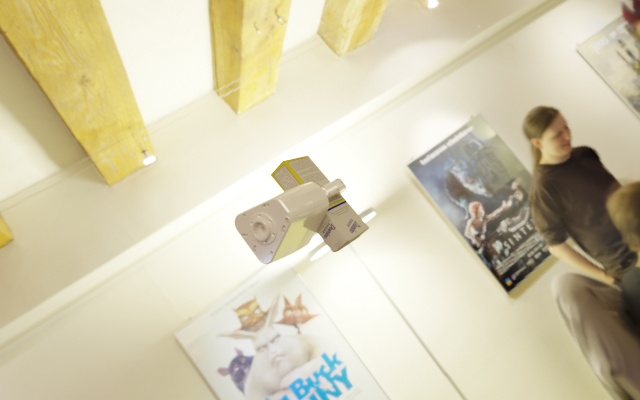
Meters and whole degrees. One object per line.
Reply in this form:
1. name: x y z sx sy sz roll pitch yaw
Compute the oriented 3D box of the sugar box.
1. sugar box: 0.000 0.003 0.831 0.048 0.176 0.093 -42 -10 29
